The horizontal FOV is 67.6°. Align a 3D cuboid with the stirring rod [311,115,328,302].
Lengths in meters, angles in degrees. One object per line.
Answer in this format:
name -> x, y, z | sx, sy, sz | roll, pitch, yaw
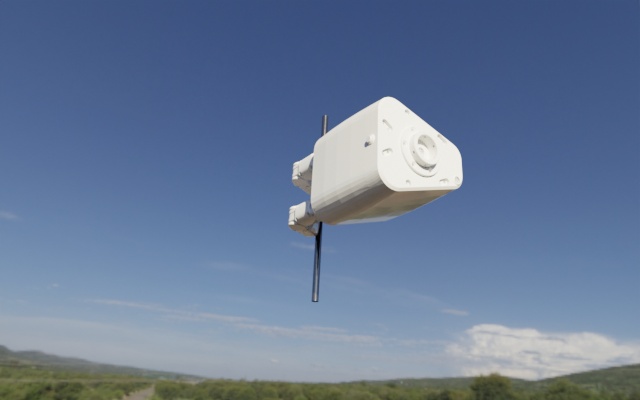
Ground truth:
stirring rod -> 0.000, 0.002, 0.580 | 0.011, 0.239, 0.011 | 3, -22, 1
